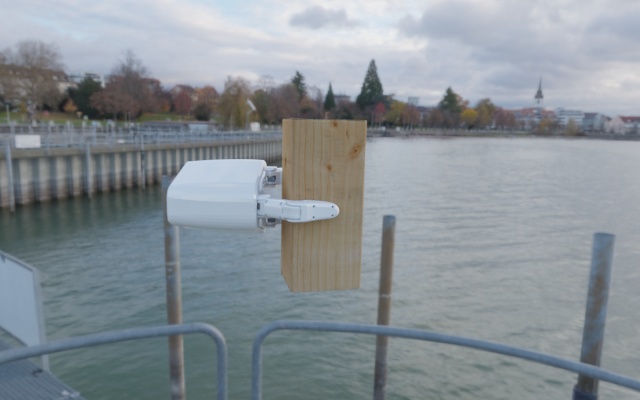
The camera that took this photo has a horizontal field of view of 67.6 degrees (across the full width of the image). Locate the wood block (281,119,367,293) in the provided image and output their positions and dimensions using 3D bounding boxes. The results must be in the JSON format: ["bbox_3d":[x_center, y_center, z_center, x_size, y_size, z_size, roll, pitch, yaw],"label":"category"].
[{"bbox_3d":[0.000,0.002,0.605,0.090,0.206,0.091,-1,9,-13],"label":"wood block"}]
